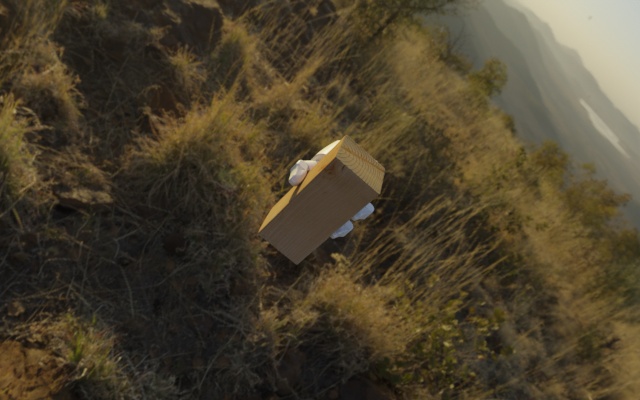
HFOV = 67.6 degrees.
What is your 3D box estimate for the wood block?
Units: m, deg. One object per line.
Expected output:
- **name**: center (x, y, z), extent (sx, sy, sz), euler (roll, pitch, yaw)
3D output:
- **wood block**: center (0.000, 0.002, 0.794), extent (0.206, 0.091, 0.090), euler (-43, 13, 31)
